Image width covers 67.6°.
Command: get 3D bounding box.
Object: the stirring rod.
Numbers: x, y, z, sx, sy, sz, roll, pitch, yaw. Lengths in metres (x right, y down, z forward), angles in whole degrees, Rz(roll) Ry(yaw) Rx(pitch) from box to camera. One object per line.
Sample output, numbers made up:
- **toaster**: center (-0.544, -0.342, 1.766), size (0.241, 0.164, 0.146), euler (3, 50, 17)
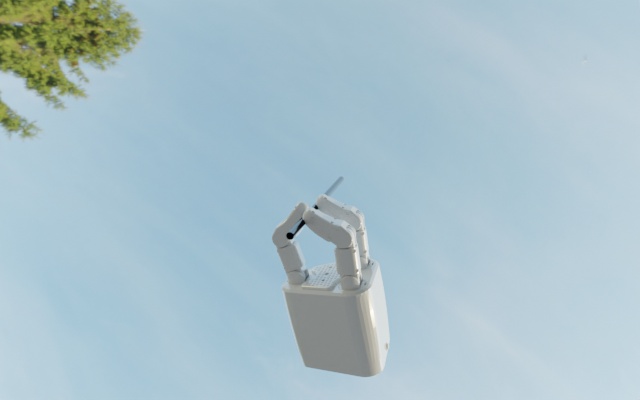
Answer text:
- **stirring rod**: center (0.000, 0.002, 0.577), size (0.011, 0.011, 0.239), euler (0, 16, 15)
